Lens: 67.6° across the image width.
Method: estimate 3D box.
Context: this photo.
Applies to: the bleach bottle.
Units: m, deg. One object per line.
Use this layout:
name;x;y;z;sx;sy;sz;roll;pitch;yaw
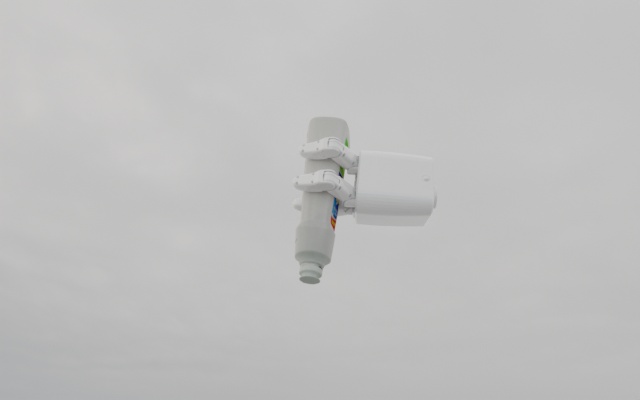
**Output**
bleach bottle;0.000;0.002;0.695;0.068;0.250;0.103;4;-31;6
